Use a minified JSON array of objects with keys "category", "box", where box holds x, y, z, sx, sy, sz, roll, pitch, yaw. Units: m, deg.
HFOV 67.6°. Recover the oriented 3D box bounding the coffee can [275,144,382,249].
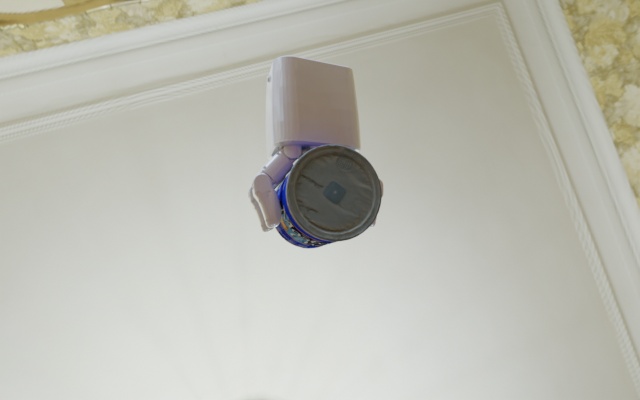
[{"category":"coffee can","box":[0.000,0.002,0.562,0.103,0.103,0.140,0,-9,-13]}]
